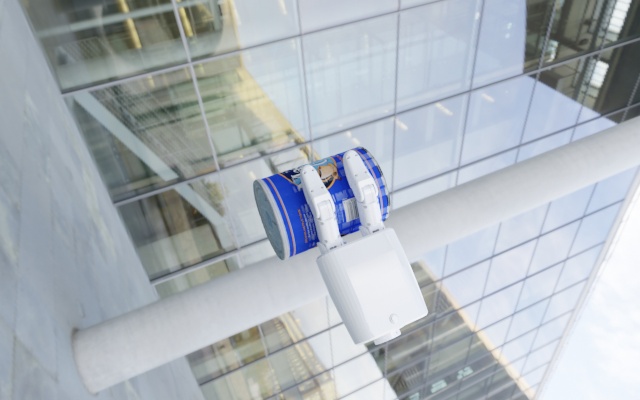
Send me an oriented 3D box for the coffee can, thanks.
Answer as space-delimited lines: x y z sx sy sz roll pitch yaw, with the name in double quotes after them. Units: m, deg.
0.000 0.002 0.592 0.140 0.103 0.103 -20 6 -16 "coffee can"
